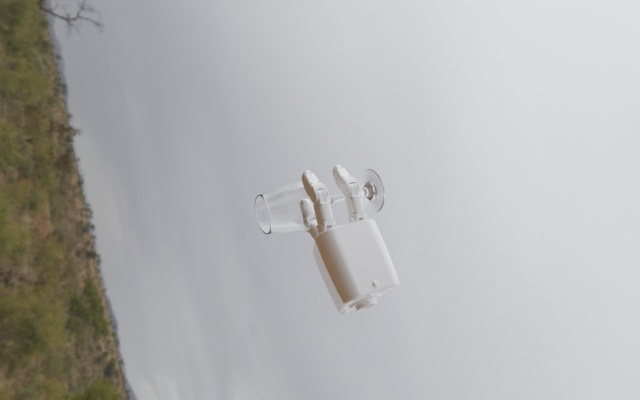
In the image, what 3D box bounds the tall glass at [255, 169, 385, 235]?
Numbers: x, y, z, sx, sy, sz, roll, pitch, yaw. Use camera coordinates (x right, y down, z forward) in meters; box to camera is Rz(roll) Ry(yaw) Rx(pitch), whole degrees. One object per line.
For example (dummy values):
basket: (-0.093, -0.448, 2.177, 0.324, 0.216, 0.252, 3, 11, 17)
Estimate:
tall glass: (0.001, 0.002, 0.760, 0.201, 0.079, 0.079, -12, 5, -26)
